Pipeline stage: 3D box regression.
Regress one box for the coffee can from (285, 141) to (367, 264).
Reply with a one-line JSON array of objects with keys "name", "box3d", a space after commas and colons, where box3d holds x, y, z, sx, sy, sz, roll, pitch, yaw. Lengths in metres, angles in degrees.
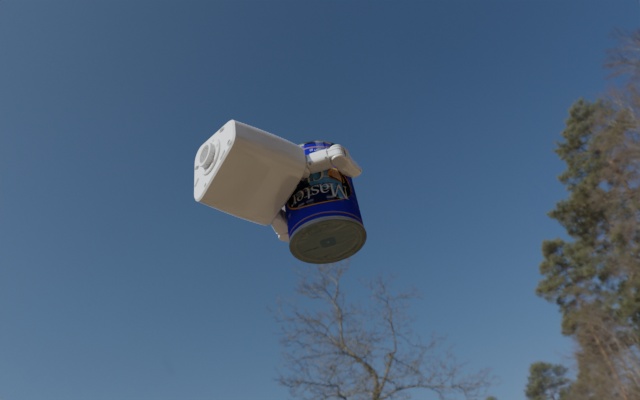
[{"name": "coffee can", "box3d": [0.000, 0.002, 0.664, 0.103, 0.140, 0.103, -7, -38, -5]}]
